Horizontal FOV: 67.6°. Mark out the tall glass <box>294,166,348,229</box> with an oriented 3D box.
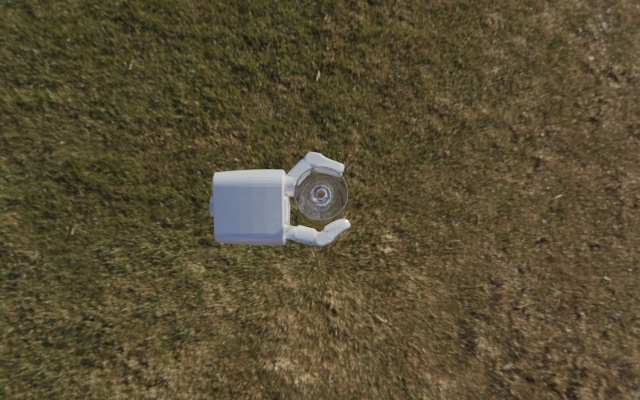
[{"bbox_3d":[0.000,0.002,0.748,0.079,0.079,0.201,0,-8,0],"label":"tall glass"}]
